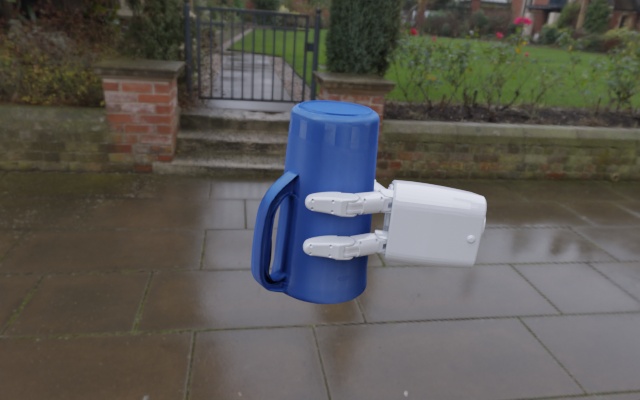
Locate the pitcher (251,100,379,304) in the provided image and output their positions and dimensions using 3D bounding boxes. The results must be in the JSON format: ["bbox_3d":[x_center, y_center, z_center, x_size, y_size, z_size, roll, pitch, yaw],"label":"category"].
[{"bbox_3d":[0.000,0.002,0.611,0.145,0.243,0.149,7,21,5],"label":"pitcher"}]
